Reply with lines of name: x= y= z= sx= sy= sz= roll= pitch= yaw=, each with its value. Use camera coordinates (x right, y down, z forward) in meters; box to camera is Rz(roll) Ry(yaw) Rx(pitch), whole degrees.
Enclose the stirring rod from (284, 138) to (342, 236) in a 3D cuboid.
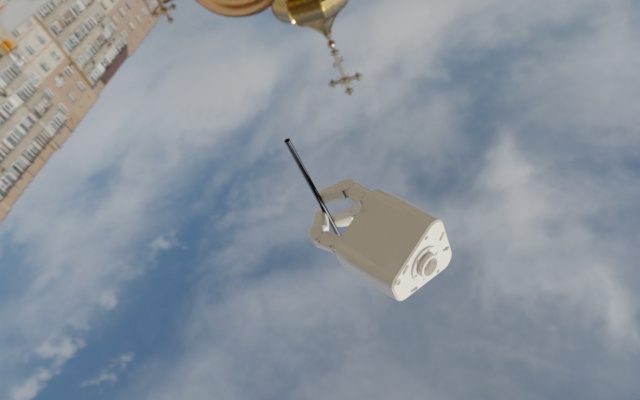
stirring rod: x=0.000 y=0.002 z=0.697 sx=0.011 sy=0.011 sz=0.240 roll=0 pitch=-42 yaw=29
